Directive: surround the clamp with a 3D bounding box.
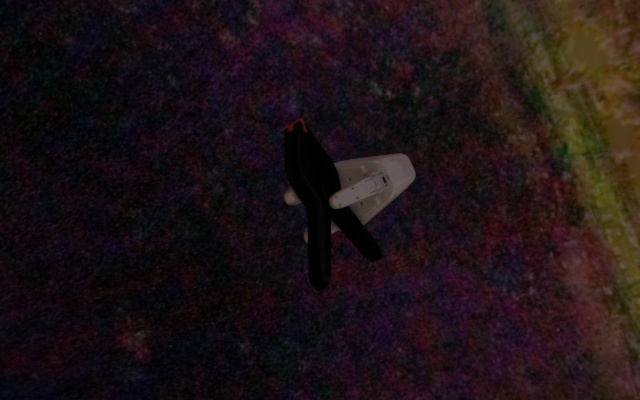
[{"bbox_3d":[0.001,0.001,0.583,0.036,0.210,0.164,-25,0,29],"label":"clamp"}]
